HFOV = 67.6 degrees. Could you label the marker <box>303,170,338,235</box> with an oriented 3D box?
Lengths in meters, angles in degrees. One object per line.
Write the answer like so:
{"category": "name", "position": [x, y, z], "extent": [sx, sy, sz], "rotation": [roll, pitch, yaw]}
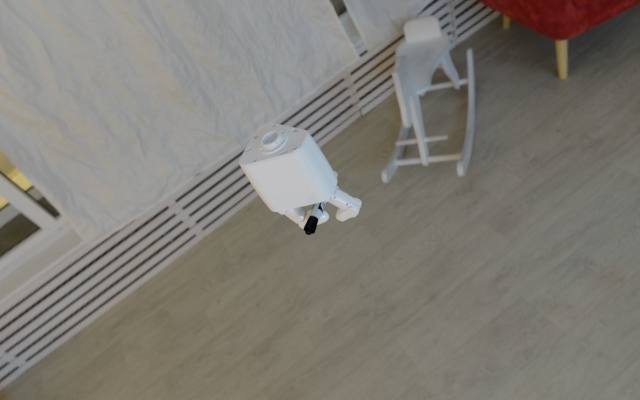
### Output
{"category": "marker", "position": [0.000, 0.002, 0.748], "extent": [0.020, 0.121, 0.020], "rotation": [16, -33, 11]}
